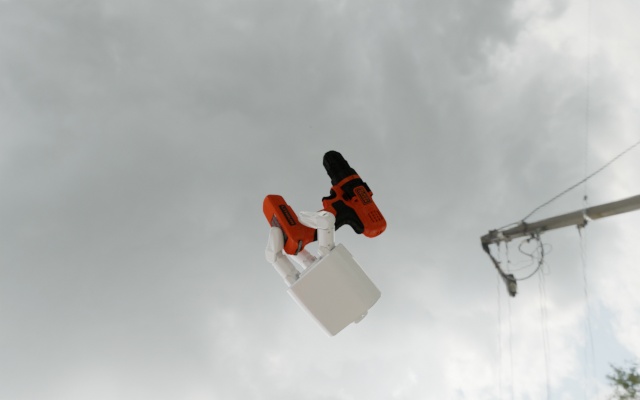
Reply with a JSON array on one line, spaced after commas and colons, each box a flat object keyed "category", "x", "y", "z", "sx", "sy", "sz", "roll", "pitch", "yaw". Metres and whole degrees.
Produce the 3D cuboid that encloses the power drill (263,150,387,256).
[{"category": "power drill", "x": 0.000, "y": 0.003, "z": 0.820, "sx": 0.187, "sy": 0.184, "sz": 0.057, "roll": -19, "pitch": -27, "yaw": -25}]
